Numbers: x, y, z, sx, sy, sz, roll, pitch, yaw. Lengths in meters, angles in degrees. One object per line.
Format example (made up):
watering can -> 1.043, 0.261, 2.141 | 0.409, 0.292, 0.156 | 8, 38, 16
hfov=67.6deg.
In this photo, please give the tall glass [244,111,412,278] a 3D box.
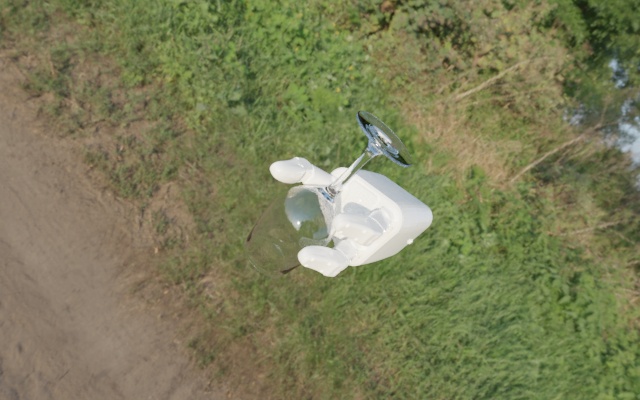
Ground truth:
tall glass -> 0.000, 0.001, 0.510 | 0.201, 0.079, 0.079 | -45, -23, 26
